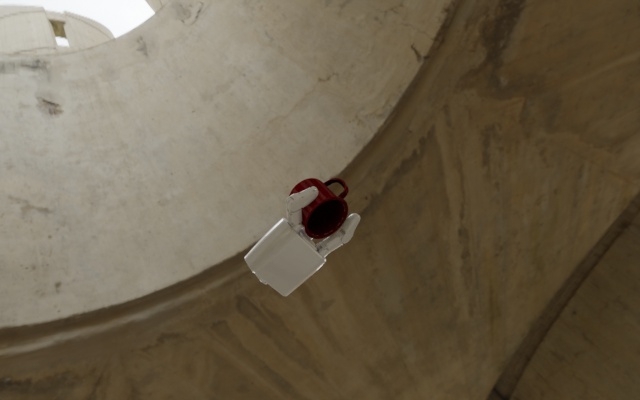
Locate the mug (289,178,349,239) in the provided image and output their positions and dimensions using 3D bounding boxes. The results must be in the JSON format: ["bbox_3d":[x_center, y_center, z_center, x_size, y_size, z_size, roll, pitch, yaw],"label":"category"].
[{"bbox_3d":[0.001,0.002,0.892,0.081,0.117,0.093,47,1,42],"label":"mug"}]
